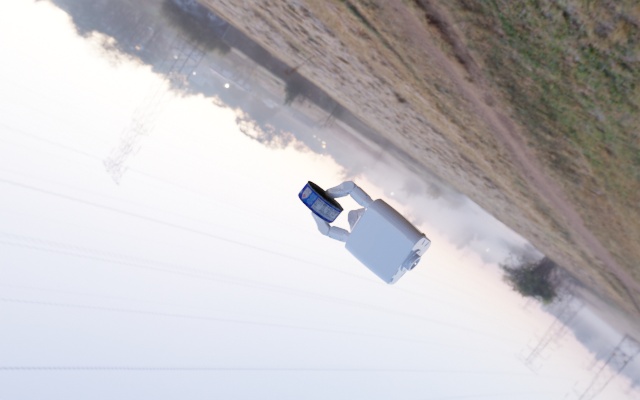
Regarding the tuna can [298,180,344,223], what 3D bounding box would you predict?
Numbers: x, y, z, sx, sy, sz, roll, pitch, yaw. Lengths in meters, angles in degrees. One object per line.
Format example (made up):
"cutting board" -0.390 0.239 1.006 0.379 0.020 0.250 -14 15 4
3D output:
"tuna can" 0.000 0.003 0.872 0.086 0.034 0.086 38 10 -8
